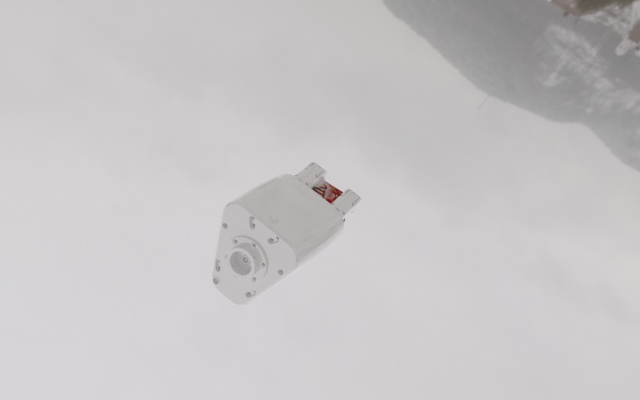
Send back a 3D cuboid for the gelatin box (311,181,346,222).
[{"bbox_3d":[0.000,0.002,0.622,0.073,0.030,0.089,32,23,-1],"label":"gelatin box"}]
